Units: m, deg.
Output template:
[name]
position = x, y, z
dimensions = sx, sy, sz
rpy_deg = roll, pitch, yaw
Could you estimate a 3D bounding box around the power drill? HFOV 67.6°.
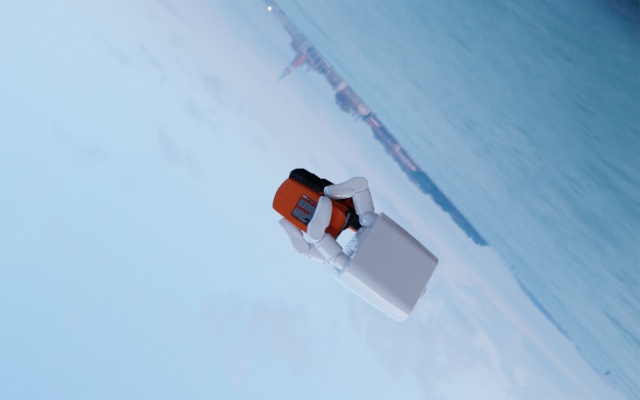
[power drill]
position = 0.000, 0.003, 0.734
dimensions = 0.184, 0.057, 0.187
rpy_deg = 32, 13, 16
